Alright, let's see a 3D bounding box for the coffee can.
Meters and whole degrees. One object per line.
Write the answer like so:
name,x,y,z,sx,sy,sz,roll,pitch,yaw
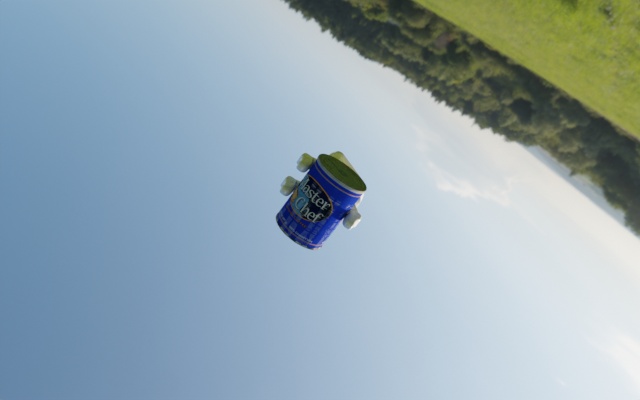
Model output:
coffee can,0.000,0.003,0.849,0.103,0.140,0.102,32,21,-14
